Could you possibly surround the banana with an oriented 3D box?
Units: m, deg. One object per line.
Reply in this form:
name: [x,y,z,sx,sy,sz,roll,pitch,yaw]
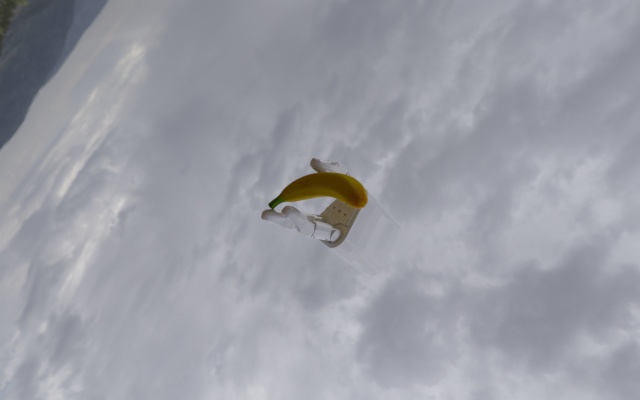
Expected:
banana: [0.006,-0.013,0.694,0.198,0.069,0.037,-4,-40,48]
